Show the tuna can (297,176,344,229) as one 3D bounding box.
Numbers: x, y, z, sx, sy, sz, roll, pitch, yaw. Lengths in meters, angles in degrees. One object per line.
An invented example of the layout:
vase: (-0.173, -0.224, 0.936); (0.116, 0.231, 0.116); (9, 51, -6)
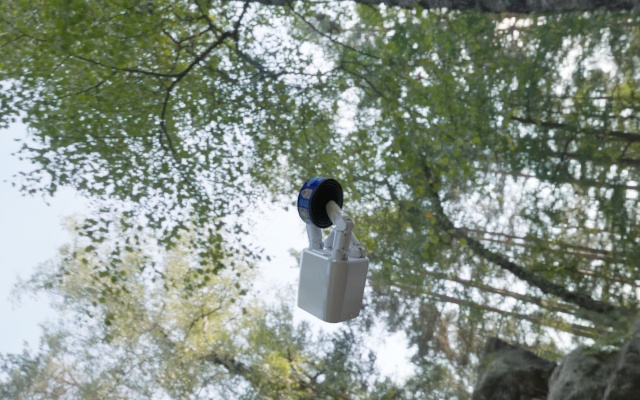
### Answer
tuna can: (0.000, 0.002, 0.806); (0.033, 0.086, 0.086); (14, 9, 39)
